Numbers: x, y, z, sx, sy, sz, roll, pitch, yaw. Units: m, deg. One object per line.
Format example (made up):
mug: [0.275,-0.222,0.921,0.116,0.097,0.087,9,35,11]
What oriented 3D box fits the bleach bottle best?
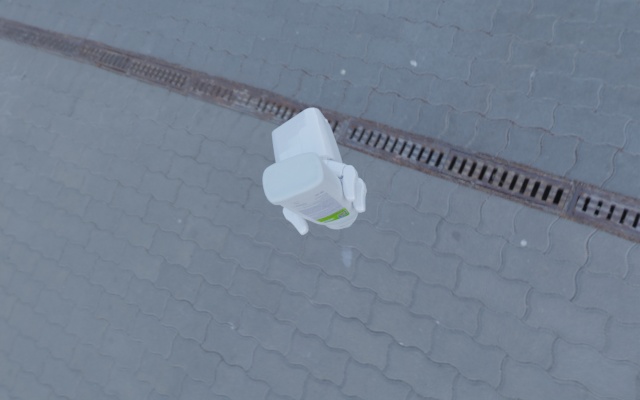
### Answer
bleach bottle: [0.000,0.003,0.825,0.102,0.068,0.251,-20,-24,13]
